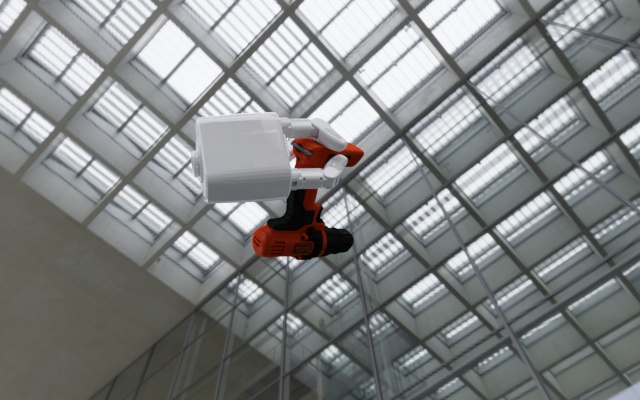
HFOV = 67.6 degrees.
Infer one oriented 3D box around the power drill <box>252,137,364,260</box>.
[{"bbox_3d":[0.000,0.002,0.715,0.184,0.188,0.057,2,23,-41],"label":"power drill"}]
